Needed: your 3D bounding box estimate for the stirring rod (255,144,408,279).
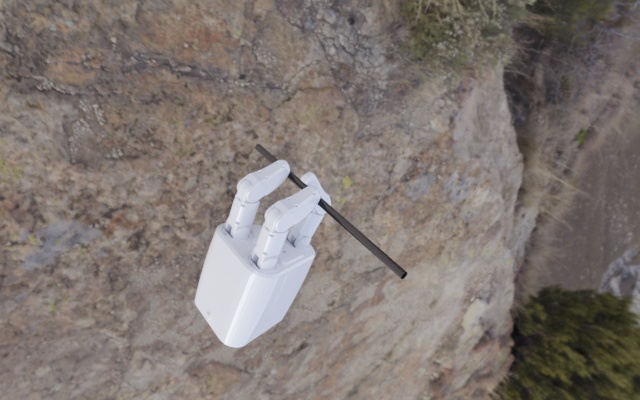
[{"bbox_3d":[0.000,0.002,0.488,0.011,0.011,0.239,0,32,-46],"label":"stirring rod"}]
